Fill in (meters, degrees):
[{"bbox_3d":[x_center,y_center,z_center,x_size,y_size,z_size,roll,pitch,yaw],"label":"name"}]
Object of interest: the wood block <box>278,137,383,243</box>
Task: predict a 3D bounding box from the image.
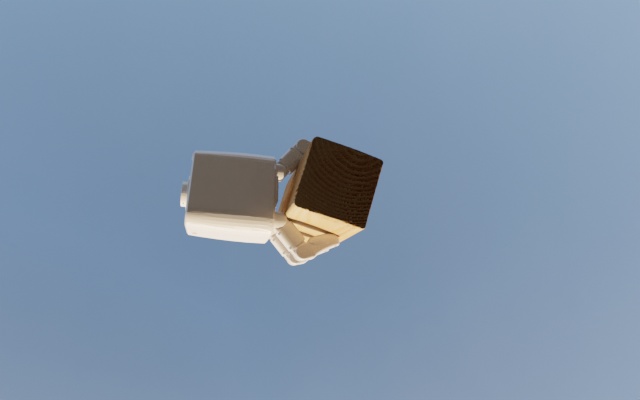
[{"bbox_3d":[0.000,0.002,0.643,0.090,0.090,0.206,19,-16,-8],"label":"wood block"}]
